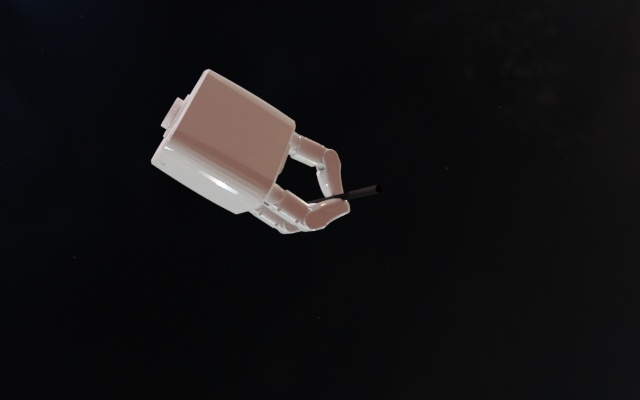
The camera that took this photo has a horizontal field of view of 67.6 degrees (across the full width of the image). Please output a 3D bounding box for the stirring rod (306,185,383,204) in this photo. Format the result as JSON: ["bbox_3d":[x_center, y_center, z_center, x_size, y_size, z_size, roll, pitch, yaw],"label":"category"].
[{"bbox_3d":[0.000,0.002,0.552,0.011,0.011,0.239,0,-6,-27],"label":"stirring rod"}]
